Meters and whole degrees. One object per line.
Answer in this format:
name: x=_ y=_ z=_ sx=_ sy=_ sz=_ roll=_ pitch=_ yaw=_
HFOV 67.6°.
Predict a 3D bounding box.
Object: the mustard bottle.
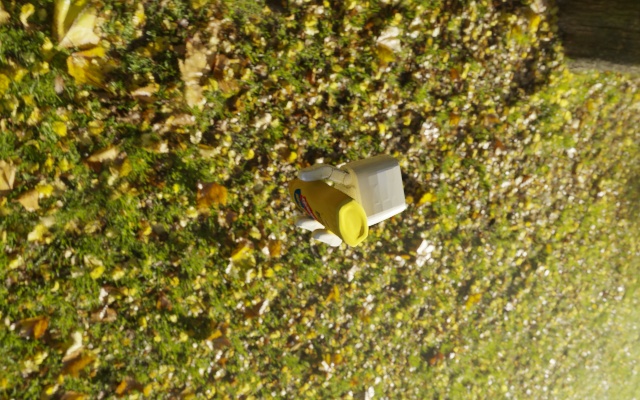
mustard bottle: x=0.000 y=0.003 z=0.831 sx=0.058 sy=0.096 sz=0.191 roll=-40 pitch=39 yaw=-14
